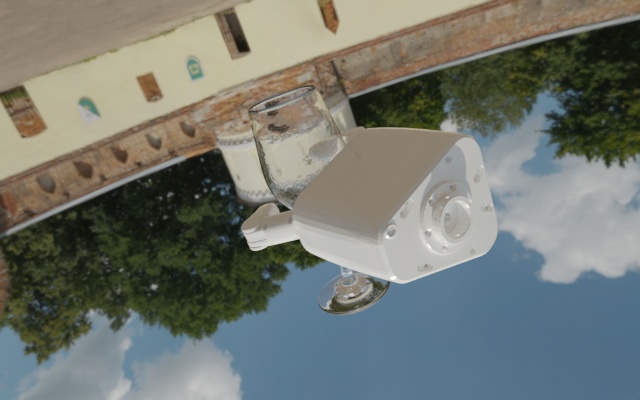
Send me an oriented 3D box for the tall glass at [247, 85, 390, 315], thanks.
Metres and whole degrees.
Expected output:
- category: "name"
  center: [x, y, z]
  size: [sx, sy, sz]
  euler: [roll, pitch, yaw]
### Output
- category: "tall glass"
  center: [0.000, 0.002, 0.435]
  size: [0.079, 0.201, 0.079]
  euler: [-18, 20, 7]
